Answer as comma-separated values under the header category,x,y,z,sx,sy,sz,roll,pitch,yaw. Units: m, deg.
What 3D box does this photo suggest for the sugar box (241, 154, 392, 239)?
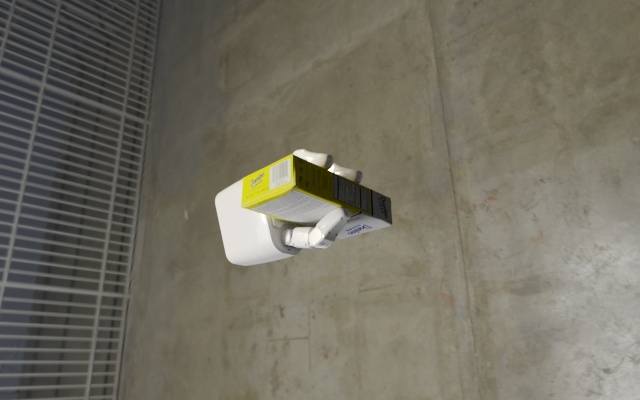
category,x,y,z,sx,sy,sz,roll,pitch,yaw
sugar box,0.000,0.001,0.593,0.093,0.048,0.176,-19,-27,40
